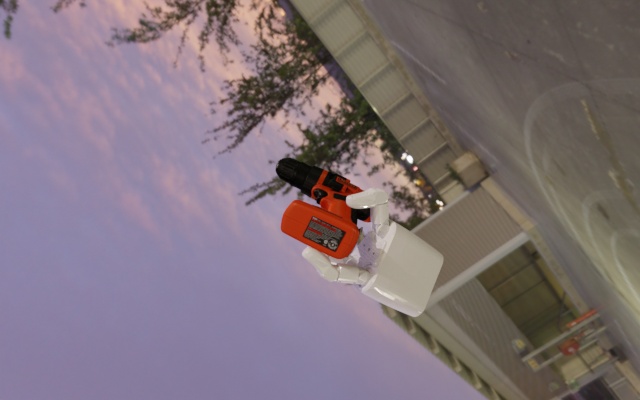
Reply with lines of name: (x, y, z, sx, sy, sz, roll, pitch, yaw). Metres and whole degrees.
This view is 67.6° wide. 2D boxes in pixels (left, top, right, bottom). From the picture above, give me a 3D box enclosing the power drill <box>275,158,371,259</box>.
power drill: (0.000, 0.003, 0.717, 0.184, 0.057, 0.187, 24, 24, 1)
